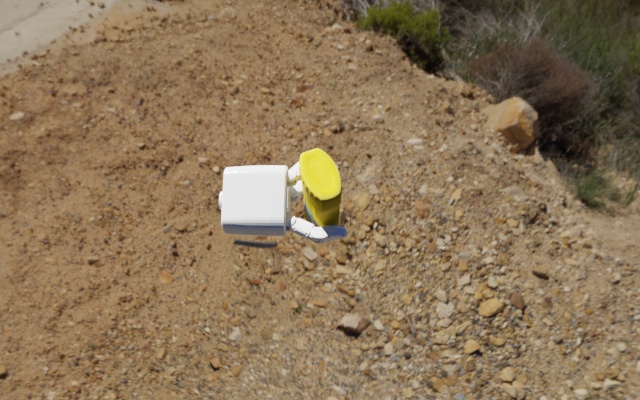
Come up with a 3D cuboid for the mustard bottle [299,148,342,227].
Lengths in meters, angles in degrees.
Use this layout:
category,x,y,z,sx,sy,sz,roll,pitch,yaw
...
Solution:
category,x,y,z,sx,sy,sz,roll,pitch,yaw
mustard bottle,0.000,0.002,0.807,0.058,0.096,0.192,-21,-26,-11
